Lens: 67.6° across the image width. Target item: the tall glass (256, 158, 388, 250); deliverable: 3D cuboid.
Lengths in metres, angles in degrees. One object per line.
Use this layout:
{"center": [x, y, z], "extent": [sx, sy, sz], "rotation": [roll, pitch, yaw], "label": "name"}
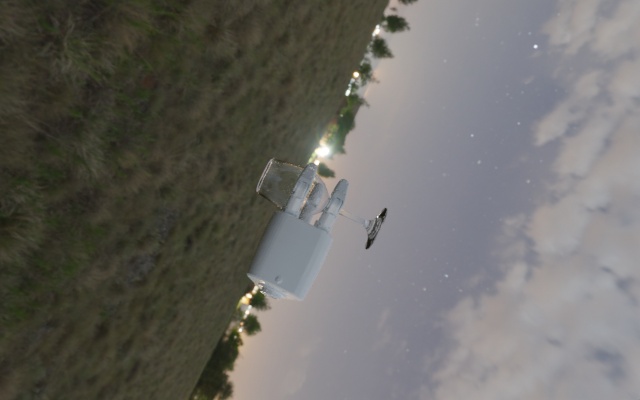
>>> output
{"center": [0.001, 0.003, 0.759], "extent": [0.201, 0.079, 0.079], "rotation": [26, -1, -3], "label": "tall glass"}
